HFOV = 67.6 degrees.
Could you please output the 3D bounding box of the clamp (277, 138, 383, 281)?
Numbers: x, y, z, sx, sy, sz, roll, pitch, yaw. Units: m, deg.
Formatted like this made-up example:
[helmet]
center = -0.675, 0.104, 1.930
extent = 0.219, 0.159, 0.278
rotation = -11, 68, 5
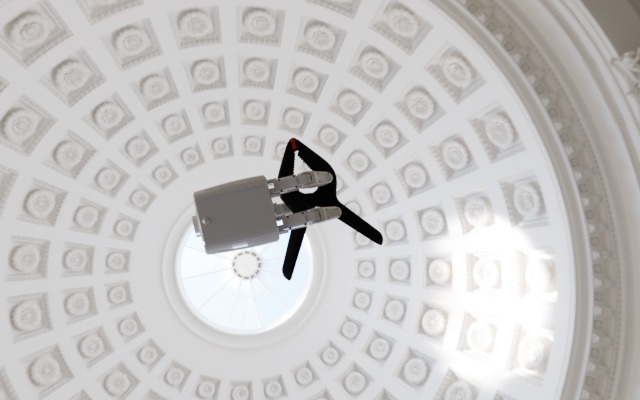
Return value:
[clamp]
center = 0.000, 0.002, 0.737
extent = 0.164, 0.210, 0.036
rotation = -13, -5, -12
